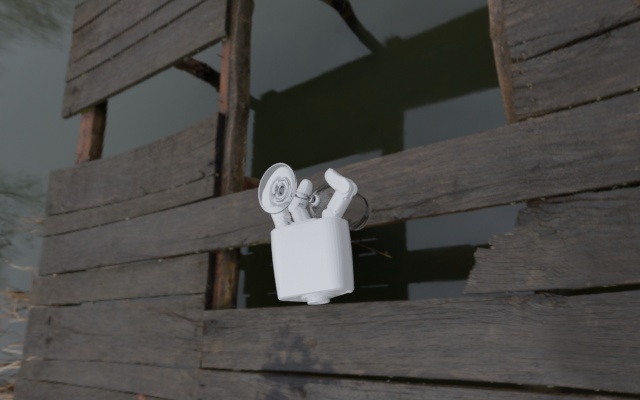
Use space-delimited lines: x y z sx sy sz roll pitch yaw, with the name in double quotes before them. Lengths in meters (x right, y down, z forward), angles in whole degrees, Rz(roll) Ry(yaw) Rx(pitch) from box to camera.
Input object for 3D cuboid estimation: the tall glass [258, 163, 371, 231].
"tall glass" 0.000 0.002 0.751 0.079 0.079 0.201 0 -11 40
